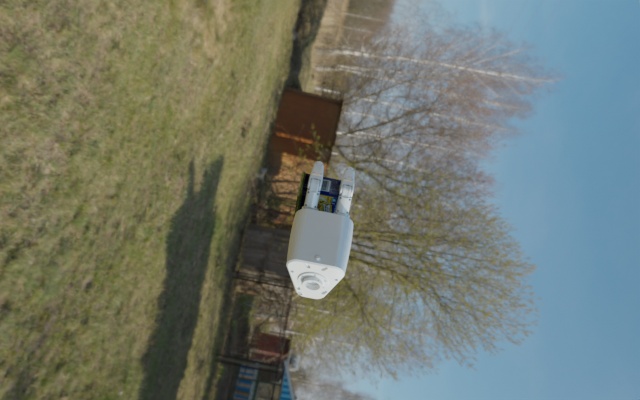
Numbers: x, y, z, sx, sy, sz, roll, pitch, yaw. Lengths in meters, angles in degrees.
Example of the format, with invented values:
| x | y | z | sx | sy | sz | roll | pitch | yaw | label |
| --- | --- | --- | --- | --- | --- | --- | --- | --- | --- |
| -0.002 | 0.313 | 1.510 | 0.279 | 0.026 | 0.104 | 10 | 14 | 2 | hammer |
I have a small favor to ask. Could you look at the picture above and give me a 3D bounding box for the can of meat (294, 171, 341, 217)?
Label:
| x | y | z | sx | sy | sz | roll | pitch | yaw | label |
| --- | --- | --- | --- | --- | --- | --- | --- | --- | --- |
| 0.000 | 0.003 | 0.858 | 0.084 | 0.102 | 0.057 | 11 | 45 | 0 | can of meat |
